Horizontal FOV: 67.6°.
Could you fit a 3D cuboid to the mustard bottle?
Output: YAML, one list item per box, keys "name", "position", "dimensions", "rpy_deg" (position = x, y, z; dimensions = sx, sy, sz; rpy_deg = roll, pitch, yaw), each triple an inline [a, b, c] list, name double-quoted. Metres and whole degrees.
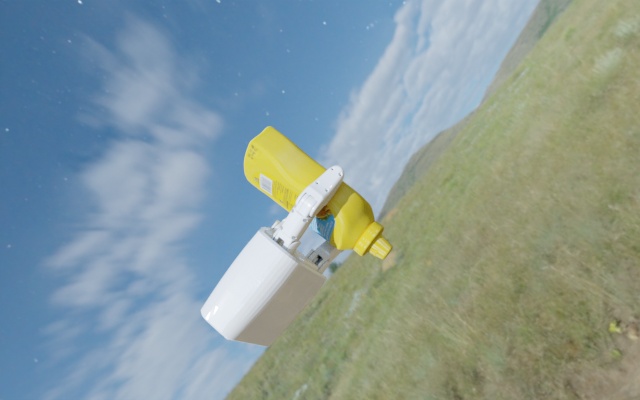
- name: "mustard bottle"
  position: [0.000, 0.001, 0.544]
  dimensions: [0.191, 0.058, 0.096]
  rpy_deg: [38, -27, 14]
